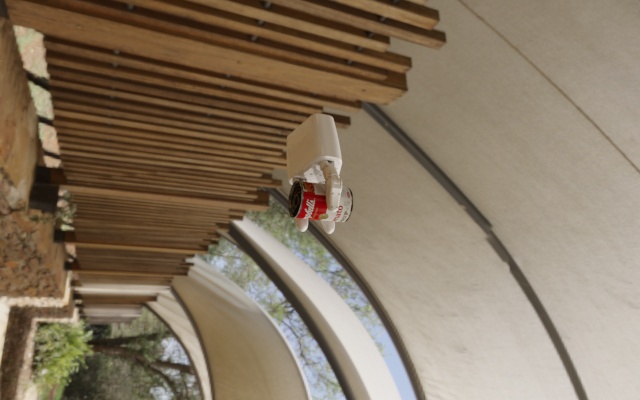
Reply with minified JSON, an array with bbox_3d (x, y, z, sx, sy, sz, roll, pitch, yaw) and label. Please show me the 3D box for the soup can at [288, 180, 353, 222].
[{"bbox_3d":[0.001,0.003,0.870,0.102,0.068,0.068,6,-3,-23],"label":"soup can"}]
